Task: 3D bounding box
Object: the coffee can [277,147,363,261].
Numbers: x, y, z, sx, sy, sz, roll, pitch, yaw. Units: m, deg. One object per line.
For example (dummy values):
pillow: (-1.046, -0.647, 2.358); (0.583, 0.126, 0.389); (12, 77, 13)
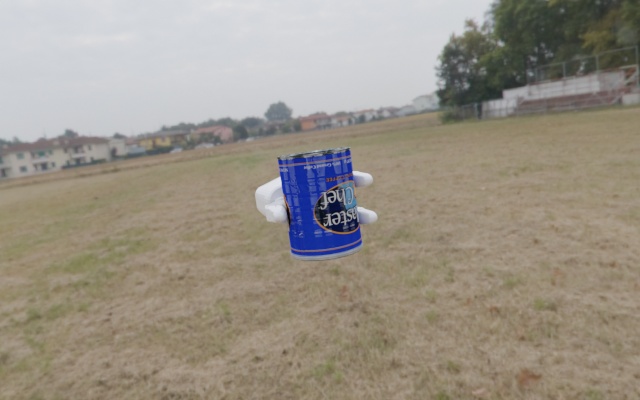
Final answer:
coffee can: (0.000, 0.002, 0.662); (0.103, 0.140, 0.103); (-8, 8, 1)
